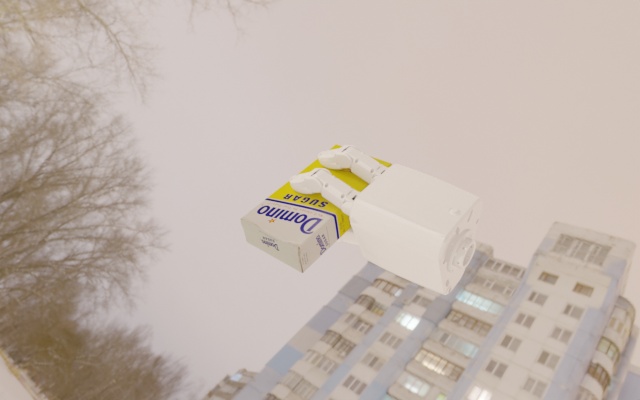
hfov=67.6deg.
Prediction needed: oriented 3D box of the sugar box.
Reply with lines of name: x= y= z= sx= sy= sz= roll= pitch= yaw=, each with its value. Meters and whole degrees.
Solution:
sugar box: x=0.000 y=0.001 z=0.574 sx=0.093 sy=0.048 sz=0.176 roll=23 pitch=47 yaw=34
